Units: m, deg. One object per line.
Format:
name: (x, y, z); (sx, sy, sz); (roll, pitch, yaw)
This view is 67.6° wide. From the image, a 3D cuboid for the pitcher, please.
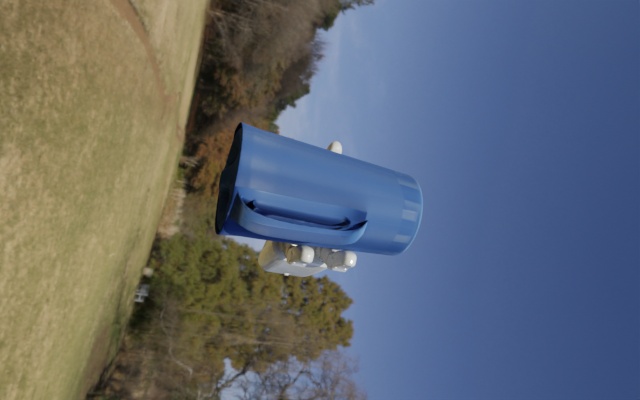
pitcher: (0.000, 0.002, 0.582); (0.243, 0.149, 0.145); (12, -24, -18)
